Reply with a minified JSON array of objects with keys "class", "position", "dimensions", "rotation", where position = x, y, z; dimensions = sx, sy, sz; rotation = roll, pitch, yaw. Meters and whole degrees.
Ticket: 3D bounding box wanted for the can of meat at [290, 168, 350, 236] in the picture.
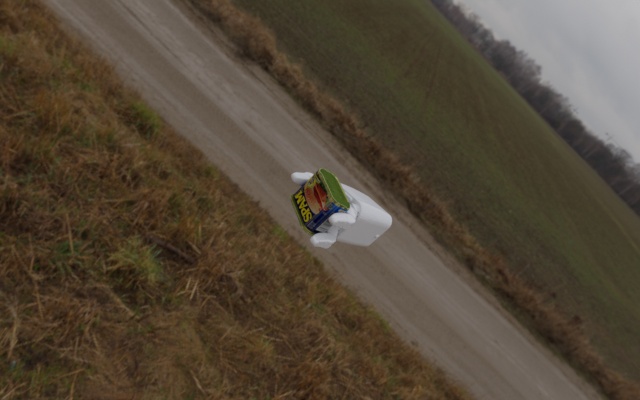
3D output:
[{"class":"can of meat","position":[0.000,0.003,0.878],"dimensions":[0.057,0.102,0.084],"rotation":[22,-57,-42]}]
